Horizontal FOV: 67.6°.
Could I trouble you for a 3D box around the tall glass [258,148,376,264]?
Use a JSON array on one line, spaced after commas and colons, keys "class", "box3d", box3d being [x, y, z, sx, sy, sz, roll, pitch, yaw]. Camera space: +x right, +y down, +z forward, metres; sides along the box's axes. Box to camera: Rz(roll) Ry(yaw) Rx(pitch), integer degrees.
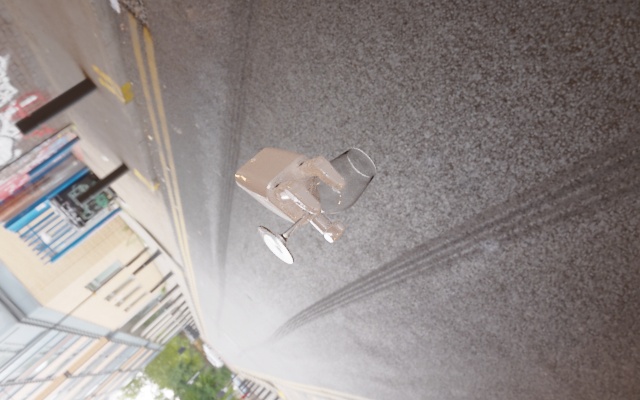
[{"class": "tall glass", "box3d": [0.000, 0.003, 0.739, 0.201, 0.079, 0.079, -43, 19, -22]}]
